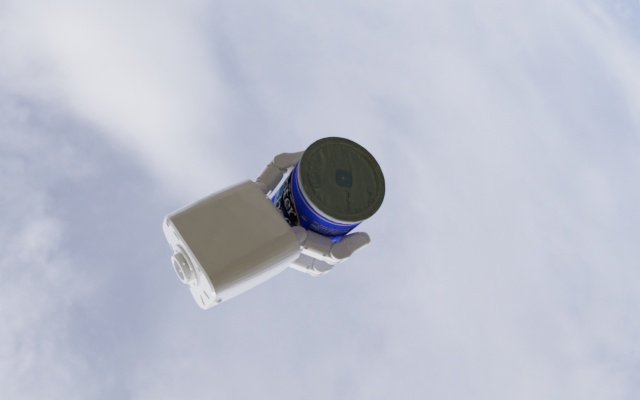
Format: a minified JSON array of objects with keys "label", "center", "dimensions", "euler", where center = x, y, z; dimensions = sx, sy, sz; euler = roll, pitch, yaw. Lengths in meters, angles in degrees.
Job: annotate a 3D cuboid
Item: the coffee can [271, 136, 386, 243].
[{"label":"coffee can","center":[0.000,0.002,0.574],"dimensions":[0.103,0.102,0.140],"euler":[0,-22,-23]}]
